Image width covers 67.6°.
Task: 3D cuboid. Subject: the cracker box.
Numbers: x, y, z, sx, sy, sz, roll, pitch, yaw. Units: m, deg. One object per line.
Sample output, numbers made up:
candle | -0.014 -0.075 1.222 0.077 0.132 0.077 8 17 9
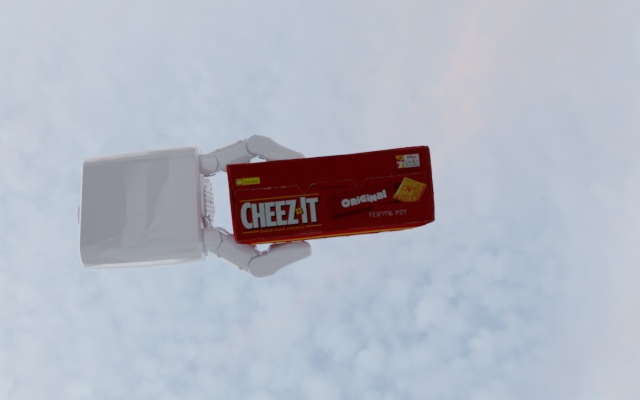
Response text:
cracker box | 0.000 0.001 0.477 0.164 0.072 0.214 -6 -2 -6
